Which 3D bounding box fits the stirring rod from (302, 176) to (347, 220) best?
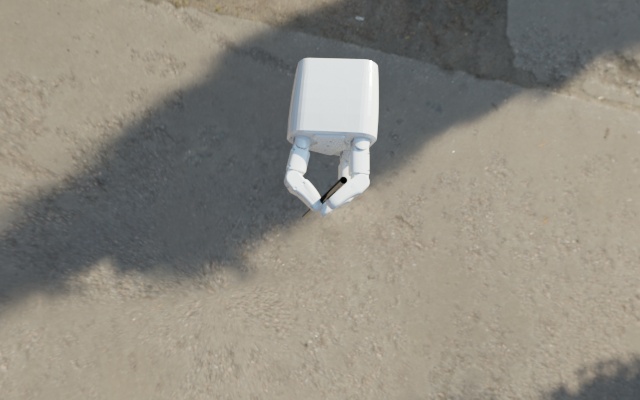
[{"bbox_3d":[0.000,0.002,0.615,0.011,0.011,0.239,0,-11,-12],"label":"stirring rod"}]
